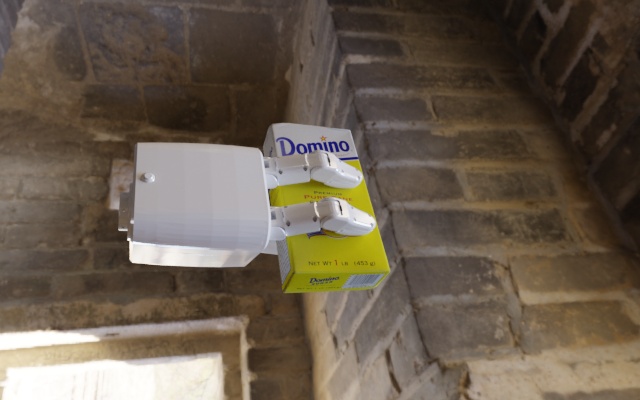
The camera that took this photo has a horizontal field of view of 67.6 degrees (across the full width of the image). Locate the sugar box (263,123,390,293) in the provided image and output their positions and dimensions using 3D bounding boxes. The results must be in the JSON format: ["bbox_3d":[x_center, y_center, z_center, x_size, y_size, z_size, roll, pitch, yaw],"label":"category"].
[{"bbox_3d":[0.000,0.001,0.469,0.093,0.176,0.048,2,-35,-21],"label":"sugar box"}]
